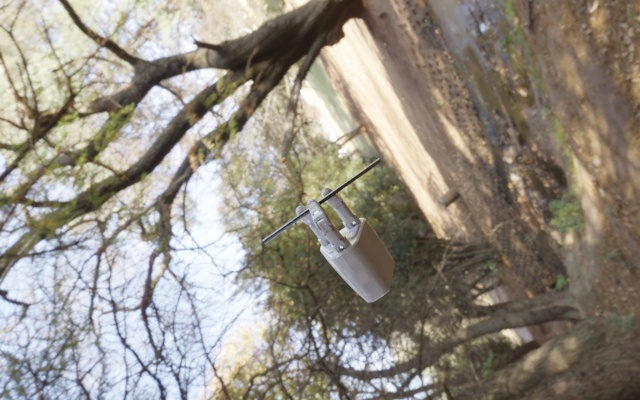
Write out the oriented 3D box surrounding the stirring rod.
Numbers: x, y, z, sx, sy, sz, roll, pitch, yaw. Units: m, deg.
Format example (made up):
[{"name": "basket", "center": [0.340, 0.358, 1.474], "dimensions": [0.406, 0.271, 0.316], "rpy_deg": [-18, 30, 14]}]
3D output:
[{"name": "stirring rod", "center": [0.000, 0.003, 0.796], "dimensions": [0.239, 0.011, 0.011], "rpy_deg": [-35, -7, 9]}]
